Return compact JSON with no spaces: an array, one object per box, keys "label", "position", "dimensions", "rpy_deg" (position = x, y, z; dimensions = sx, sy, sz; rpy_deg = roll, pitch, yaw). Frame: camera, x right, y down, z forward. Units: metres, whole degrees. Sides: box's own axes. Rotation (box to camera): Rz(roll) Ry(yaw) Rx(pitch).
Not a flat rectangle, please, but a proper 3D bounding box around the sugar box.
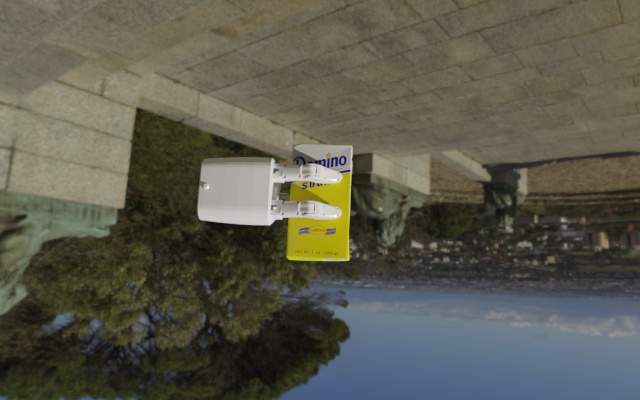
[{"label":"sugar box","position":[0.000,0.002,0.726],"dimensions":[0.093,0.176,0.048],"rpy_deg":[1,-11,4]}]
